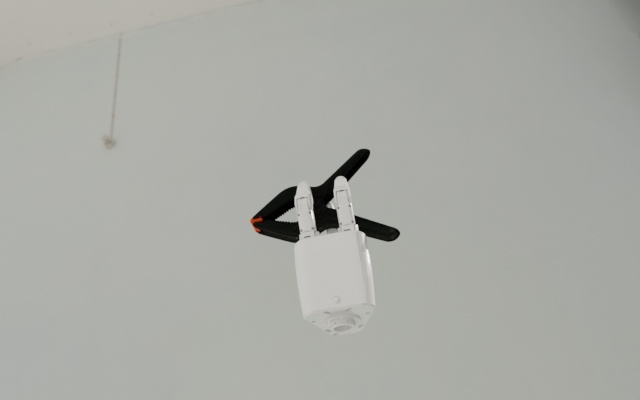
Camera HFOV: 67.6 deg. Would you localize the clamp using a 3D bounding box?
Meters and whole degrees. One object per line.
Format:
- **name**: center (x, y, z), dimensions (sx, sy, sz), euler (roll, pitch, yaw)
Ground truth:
- **clamp**: center (0.000, 0.003, 0.712), dimensions (0.210, 0.164, 0.036), euler (-10, -35, 4)
